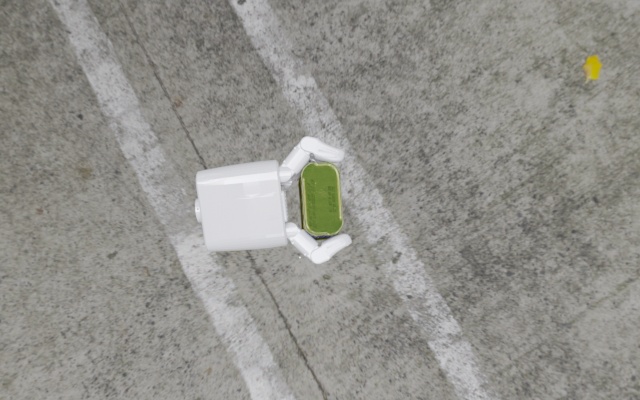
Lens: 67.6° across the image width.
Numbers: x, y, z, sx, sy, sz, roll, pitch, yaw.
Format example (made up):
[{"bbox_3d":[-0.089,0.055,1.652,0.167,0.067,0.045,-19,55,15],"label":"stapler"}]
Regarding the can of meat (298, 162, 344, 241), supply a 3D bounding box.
[{"bbox_3d":[0.000,0.002,0.652,0.057,0.102,0.084,-4,-6,-3],"label":"can of meat"}]
